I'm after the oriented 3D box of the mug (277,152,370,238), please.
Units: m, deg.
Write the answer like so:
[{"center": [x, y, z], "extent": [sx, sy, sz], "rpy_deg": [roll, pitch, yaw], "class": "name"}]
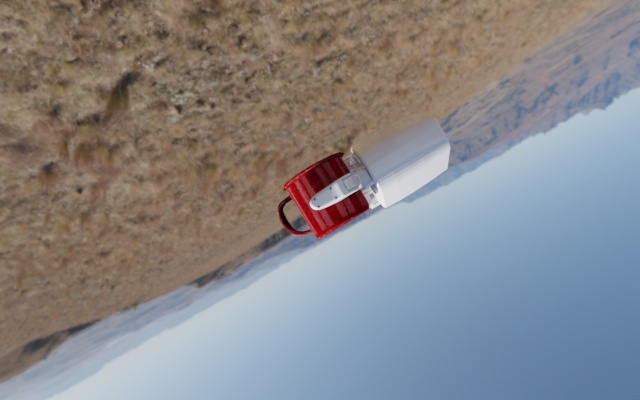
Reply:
[{"center": [-0.001, 0.003, 0.619], "extent": [0.117, 0.081, 0.093], "rpy_deg": [-31, -5, 5], "class": "mug"}]
